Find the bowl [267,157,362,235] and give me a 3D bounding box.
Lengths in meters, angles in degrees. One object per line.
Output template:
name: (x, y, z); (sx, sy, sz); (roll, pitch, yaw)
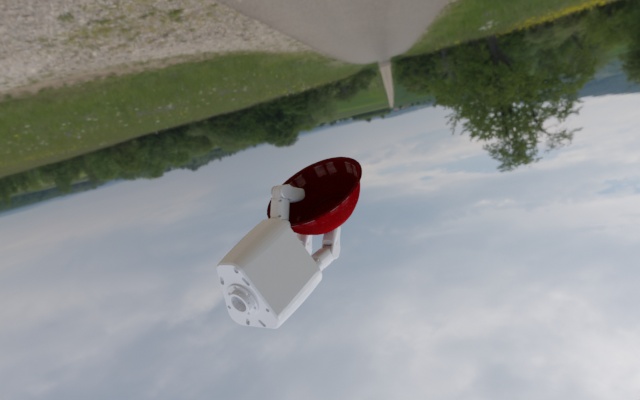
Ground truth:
bowl: (0.001, 0.002, 0.738); (0.162, 0.055, 0.162); (-23, 31, 15)
